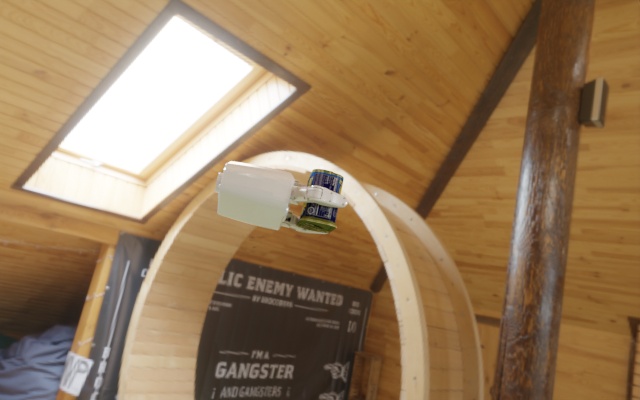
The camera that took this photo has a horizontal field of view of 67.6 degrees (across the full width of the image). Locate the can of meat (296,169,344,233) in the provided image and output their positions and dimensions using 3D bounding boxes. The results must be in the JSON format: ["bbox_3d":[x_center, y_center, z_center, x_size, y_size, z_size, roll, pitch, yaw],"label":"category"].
[{"bbox_3d":[0.000,0.002,0.766,0.057,0.084,0.102,12,-11,-5],"label":"can of meat"}]
